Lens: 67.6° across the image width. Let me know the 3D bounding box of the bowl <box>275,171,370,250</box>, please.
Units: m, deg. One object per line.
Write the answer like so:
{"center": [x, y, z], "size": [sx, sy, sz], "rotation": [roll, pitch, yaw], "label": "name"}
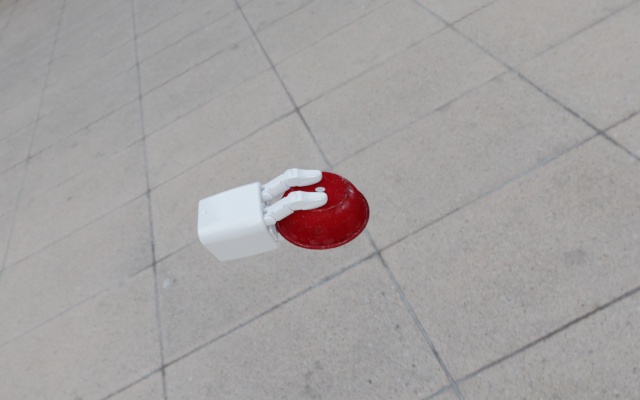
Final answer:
{"center": [0.001, 0.002, 0.783], "size": [0.162, 0.055, 0.162], "rotation": [-3, 44, 3], "label": "bowl"}
